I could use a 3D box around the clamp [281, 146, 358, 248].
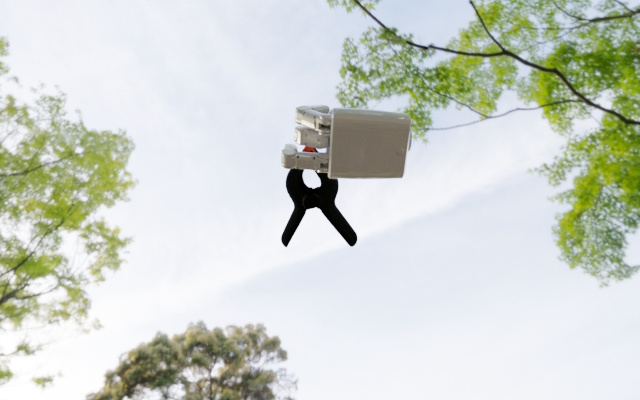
[{"bbox_3d":[0.000,0.002,0.717,0.120,0.172,0.039,3,30,1],"label":"clamp"}]
